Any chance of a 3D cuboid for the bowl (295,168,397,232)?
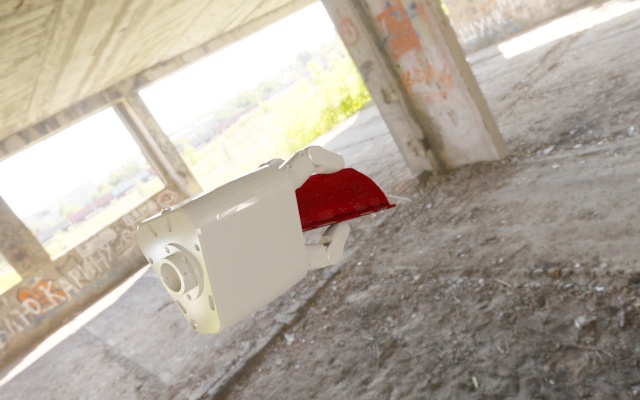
[{"bbox_3d":[0.001,0.001,0.536,0.162,0.055,0.162,-15,-3,-1],"label":"bowl"}]
